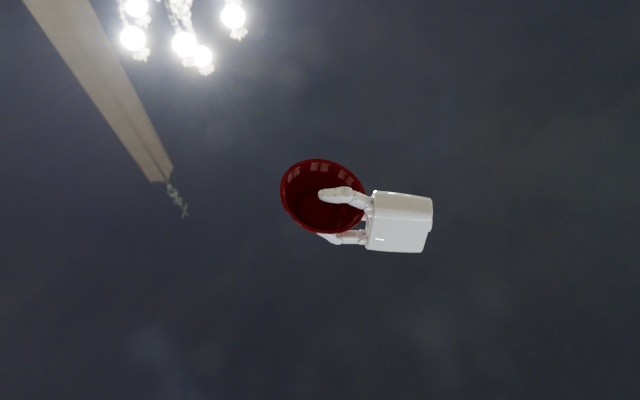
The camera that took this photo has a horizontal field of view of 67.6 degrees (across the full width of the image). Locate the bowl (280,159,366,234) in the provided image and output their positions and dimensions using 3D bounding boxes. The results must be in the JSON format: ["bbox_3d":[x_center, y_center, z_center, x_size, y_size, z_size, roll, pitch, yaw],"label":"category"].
[{"bbox_3d":[-0.001,0.003,0.878,0.162,0.162,0.055,0,-32,-17],"label":"bowl"}]
